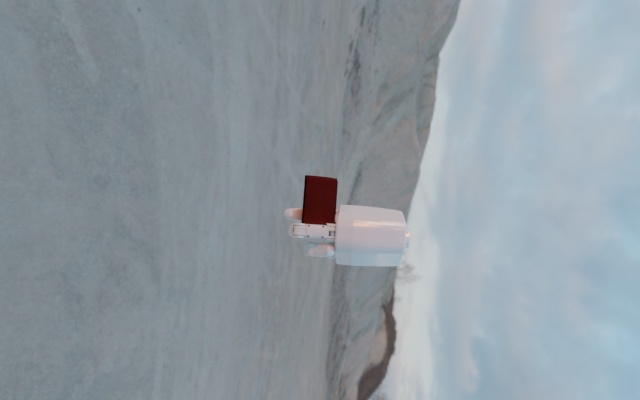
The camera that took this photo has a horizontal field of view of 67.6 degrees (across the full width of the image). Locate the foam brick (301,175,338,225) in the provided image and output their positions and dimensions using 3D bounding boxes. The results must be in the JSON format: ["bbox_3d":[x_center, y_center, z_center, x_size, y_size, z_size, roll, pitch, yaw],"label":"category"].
[{"bbox_3d":[0.000,0.002,0.768,0.051,0.078,0.053,3,-5,5],"label":"foam brick"}]
